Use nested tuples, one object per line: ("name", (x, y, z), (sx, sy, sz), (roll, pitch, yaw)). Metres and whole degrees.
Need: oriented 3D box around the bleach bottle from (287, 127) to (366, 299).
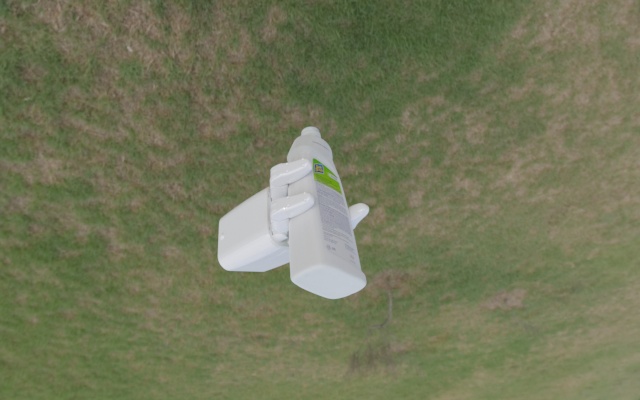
("bleach bottle", (0.000, 0.002, 0.666), (0.068, 0.250, 0.103), (-29, -41, 30))
